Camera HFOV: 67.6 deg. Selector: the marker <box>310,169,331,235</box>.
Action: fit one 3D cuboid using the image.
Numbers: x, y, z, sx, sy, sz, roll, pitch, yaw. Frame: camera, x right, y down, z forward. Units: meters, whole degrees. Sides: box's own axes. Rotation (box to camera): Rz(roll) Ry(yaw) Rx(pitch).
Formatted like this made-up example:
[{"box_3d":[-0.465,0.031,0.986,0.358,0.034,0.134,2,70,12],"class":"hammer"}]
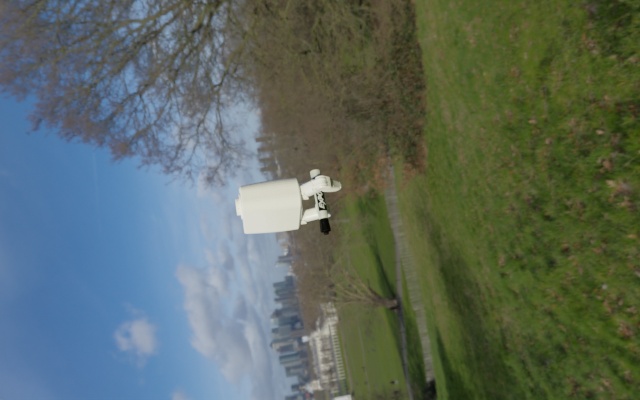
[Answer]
[{"box_3d":[0.000,0.003,0.856,0.020,0.121,0.020,-9,-17,-3],"class":"marker"}]
